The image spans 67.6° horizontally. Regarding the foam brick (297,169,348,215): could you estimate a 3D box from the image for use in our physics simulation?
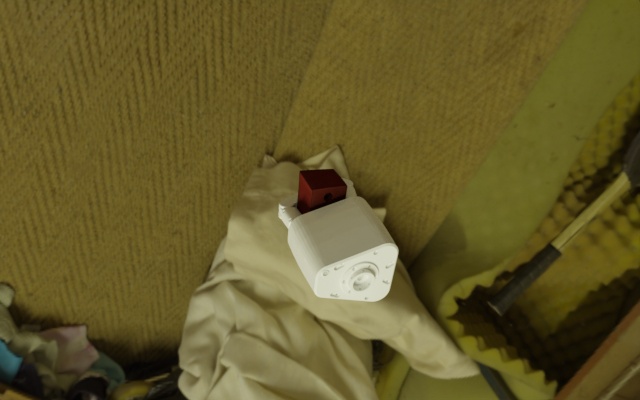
[{"bbox_3d":[0.000,0.002,0.660,0.053,0.078,0.051,-7,33,-21],"label":"foam brick"}]
